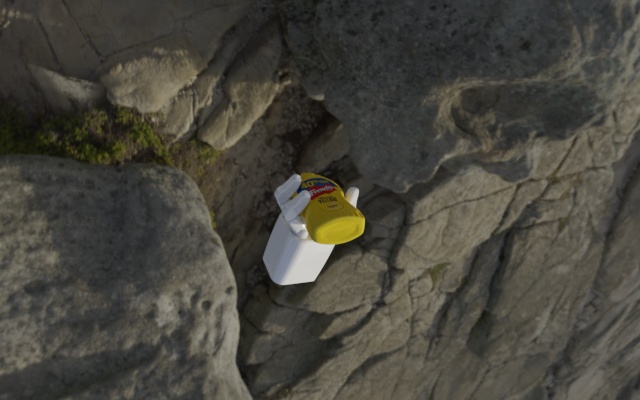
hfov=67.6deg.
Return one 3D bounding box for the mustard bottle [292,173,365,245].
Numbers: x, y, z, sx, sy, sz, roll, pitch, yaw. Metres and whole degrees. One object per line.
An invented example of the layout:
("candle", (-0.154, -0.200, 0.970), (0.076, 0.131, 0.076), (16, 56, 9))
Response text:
("mustard bottle", (0.000, 0.003, 0.869), (0.096, 0.058, 0.191), (-10, 35, -18))
